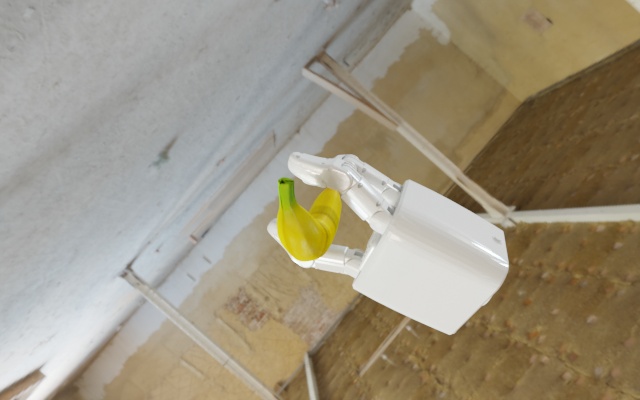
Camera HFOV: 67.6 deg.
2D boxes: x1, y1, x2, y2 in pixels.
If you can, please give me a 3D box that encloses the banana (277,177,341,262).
[{"bbox_3d":[-0.005,0.020,0.443,0.037,0.069,0.198,13,2,10],"label":"banana"}]
